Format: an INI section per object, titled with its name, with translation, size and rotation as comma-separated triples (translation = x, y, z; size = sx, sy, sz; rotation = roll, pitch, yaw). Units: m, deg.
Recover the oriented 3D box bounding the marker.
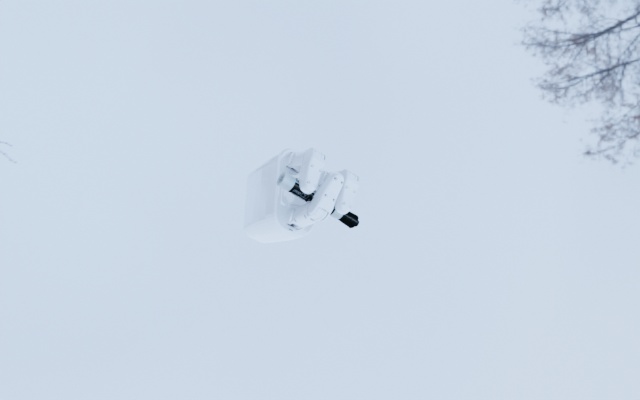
[marker]
translation = 0.000, 0.002, 0.586
size = 0.121, 0.020, 0.020
rotation = 31, -15, -26
